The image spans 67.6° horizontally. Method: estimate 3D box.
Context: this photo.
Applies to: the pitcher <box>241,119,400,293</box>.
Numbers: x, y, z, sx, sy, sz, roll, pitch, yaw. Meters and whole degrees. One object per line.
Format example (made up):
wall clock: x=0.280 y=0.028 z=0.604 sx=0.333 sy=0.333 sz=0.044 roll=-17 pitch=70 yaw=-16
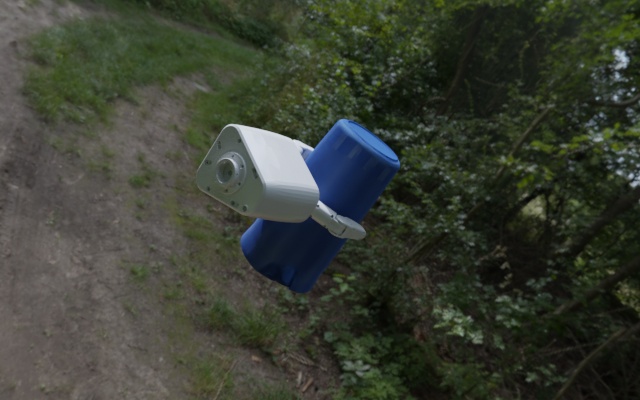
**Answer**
pitcher: x=0.000 y=0.002 z=0.702 sx=0.149 sy=0.243 sz=0.145 roll=48 pitch=21 yaw=26
